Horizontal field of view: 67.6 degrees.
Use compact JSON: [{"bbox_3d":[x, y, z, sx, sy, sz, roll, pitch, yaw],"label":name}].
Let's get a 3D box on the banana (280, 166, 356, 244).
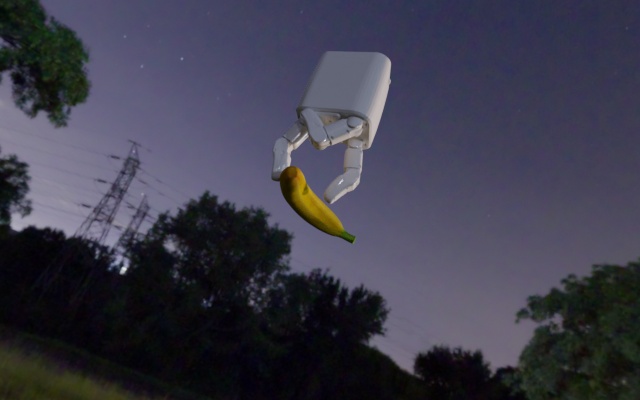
[{"bbox_3d":[-0.014,0.002,0.673,0.069,0.037,0.198,7,-24,34],"label":"banana"}]
